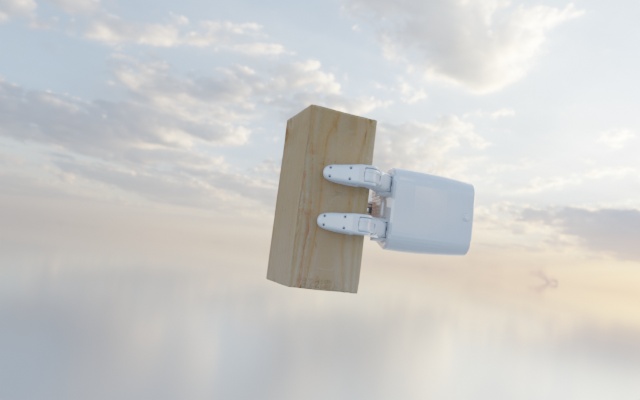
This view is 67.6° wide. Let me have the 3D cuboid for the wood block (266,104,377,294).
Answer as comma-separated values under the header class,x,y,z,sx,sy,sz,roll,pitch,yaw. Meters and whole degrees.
class,x,y,z,sx,sy,sz,roll,pitch,yaw
wood block,0.000,0.002,0.585,0.090,0.206,0.091,10,-7,-21
